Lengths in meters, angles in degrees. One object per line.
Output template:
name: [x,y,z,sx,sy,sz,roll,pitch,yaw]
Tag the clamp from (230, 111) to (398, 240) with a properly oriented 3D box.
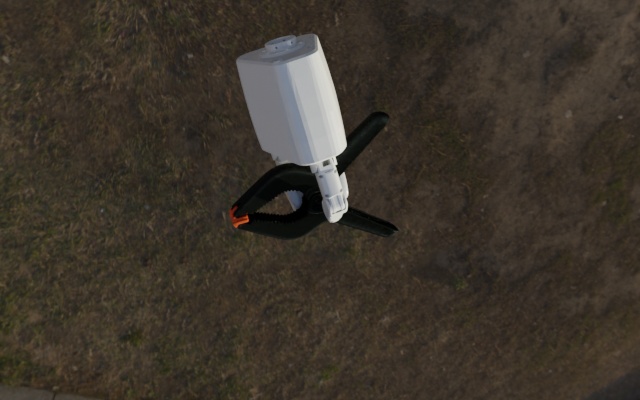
clamp: [0.000,0.002,0.569,0.210,0.165,0.036,-21,27,-9]
